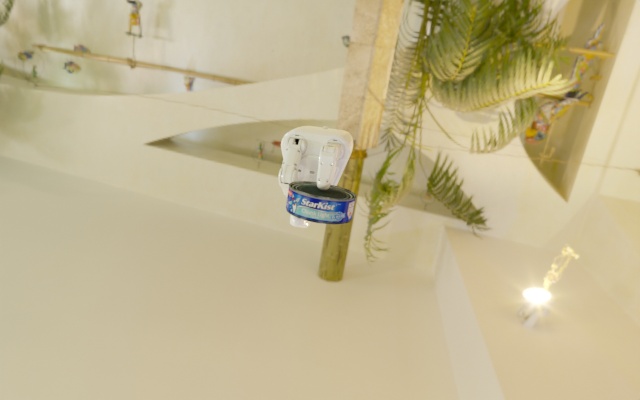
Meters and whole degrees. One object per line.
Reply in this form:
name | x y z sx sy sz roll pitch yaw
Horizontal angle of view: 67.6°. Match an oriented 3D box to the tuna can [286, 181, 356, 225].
tuna can | 0.000 0.003 0.600 0.086 0.034 0.086 9 13 -2
